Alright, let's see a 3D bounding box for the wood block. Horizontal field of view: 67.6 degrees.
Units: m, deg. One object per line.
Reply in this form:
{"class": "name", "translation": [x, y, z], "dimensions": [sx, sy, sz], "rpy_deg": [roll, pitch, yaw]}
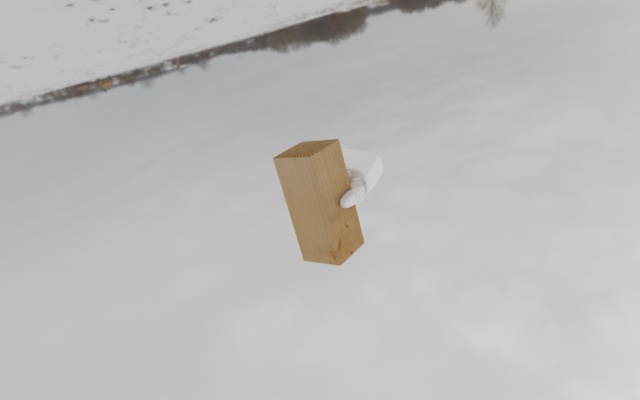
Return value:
{"class": "wood block", "translation": [0.001, 0.003, 0.863], "dimensions": [0.091, 0.206, 0.090], "rpy_deg": [1, 26, 39]}
